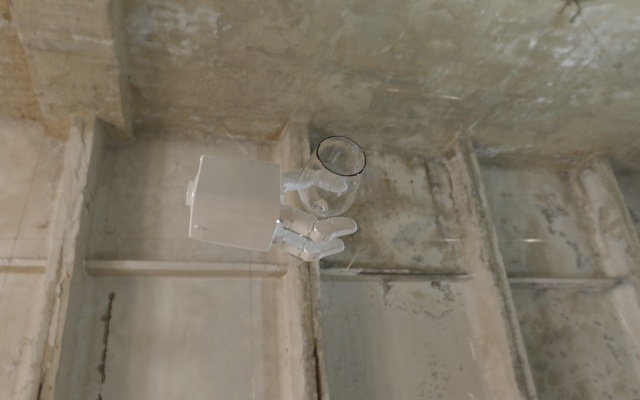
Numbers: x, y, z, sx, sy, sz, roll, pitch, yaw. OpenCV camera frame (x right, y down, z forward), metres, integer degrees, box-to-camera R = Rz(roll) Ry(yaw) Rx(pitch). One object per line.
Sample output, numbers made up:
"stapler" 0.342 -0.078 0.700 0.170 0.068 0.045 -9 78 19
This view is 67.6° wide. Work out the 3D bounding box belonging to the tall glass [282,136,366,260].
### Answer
"tall glass" 0.000 0.002 0.641 0.079 0.079 0.201 0 -34 -18
